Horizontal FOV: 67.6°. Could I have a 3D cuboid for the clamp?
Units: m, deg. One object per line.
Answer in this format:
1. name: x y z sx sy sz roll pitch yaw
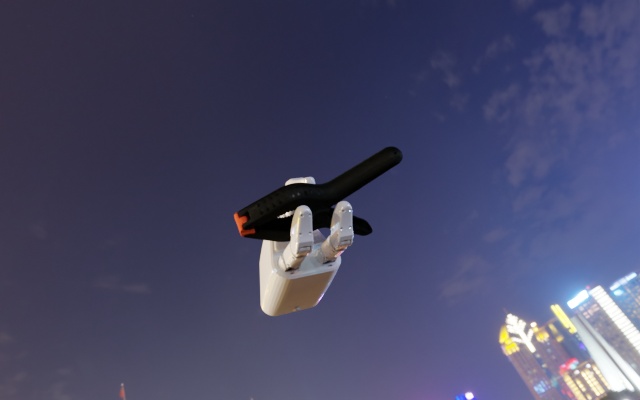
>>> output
1. clamp: -0.001 0.002 0.596 0.210 0.036 0.165 -7 -39 -27
